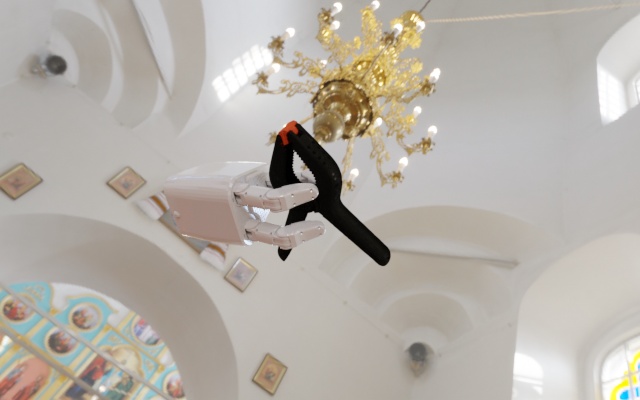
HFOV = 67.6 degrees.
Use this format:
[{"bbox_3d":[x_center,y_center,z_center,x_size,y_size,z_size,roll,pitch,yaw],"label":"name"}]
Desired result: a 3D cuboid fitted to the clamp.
[{"bbox_3d":[0.000,0.001,0.594,0.164,0.210,0.036,4,36,24],"label":"clamp"}]
